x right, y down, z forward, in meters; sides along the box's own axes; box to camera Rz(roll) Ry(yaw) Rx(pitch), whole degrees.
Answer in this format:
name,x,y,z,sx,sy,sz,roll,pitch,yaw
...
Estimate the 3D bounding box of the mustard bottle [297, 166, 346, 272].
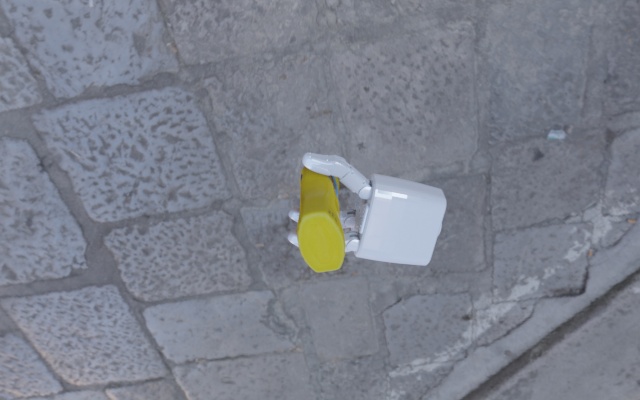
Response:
name,x,y,z,sx,sy,sz,roll,pitch,yaw
mustard bottle,0.000,0.002,0.659,0.058,0.096,0.191,-11,33,6
